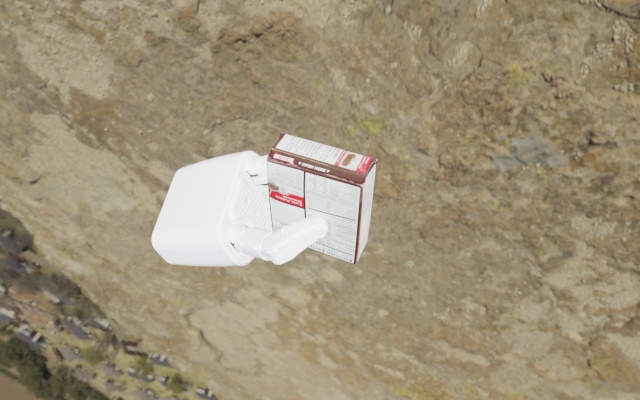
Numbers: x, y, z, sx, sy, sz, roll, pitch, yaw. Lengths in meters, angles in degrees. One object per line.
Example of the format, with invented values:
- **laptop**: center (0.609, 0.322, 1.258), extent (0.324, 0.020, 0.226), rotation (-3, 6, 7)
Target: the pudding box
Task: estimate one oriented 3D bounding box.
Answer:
- **pudding box**: center (0.000, 0.002, 0.433), extent (0.090, 0.039, 0.114), rotation (16, -39, 14)
